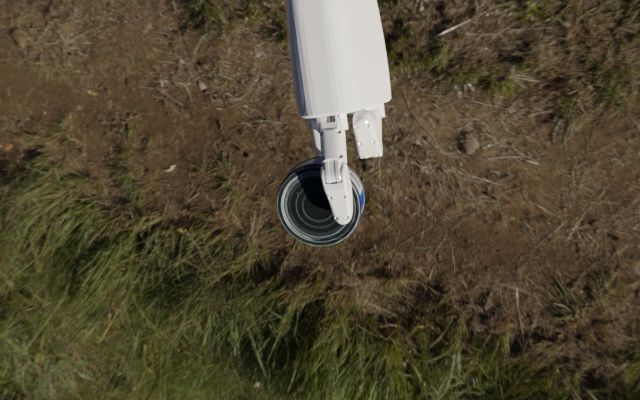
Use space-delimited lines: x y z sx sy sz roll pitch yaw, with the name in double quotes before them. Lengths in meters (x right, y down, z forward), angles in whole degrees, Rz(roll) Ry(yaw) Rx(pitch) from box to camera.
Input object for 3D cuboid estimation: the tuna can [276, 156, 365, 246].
"tuna can" 0.000 0.002 0.475 0.086 0.086 0.033 0 18 10
